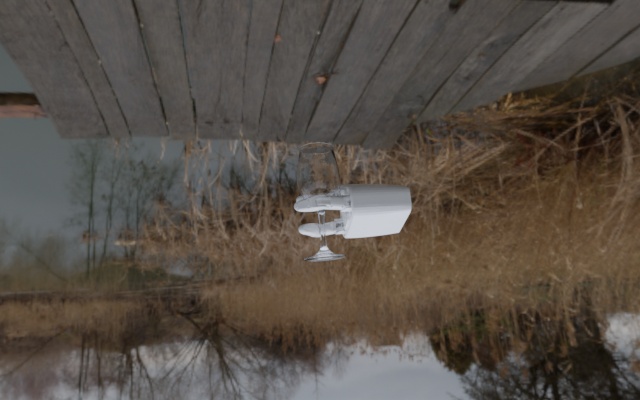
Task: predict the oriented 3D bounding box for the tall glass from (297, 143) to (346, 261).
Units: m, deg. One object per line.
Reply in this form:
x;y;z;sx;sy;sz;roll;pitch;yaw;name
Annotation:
0.000;0.003;0.840;0.079;0.201;0.079;-5;-12;-1;tall glass
